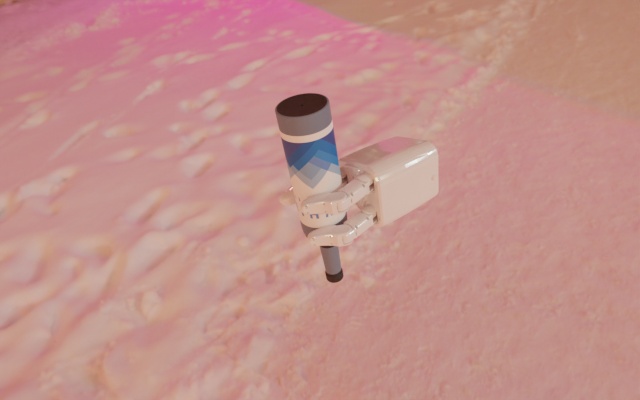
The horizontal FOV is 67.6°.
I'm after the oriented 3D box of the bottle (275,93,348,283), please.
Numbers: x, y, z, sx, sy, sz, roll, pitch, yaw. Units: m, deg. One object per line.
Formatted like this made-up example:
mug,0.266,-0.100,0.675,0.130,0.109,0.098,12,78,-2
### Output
bottle,0.000,0.002,0.658,0.069,0.296,0.069,-7,36,5
